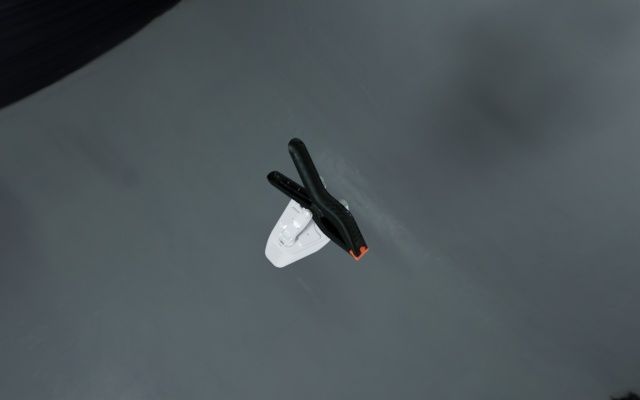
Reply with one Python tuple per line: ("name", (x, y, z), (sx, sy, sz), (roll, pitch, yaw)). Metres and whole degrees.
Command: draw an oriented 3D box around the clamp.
("clamp", (0.000, 0.003, 0.745), (0.036, 0.210, 0.165), (-41, -7, -23))
